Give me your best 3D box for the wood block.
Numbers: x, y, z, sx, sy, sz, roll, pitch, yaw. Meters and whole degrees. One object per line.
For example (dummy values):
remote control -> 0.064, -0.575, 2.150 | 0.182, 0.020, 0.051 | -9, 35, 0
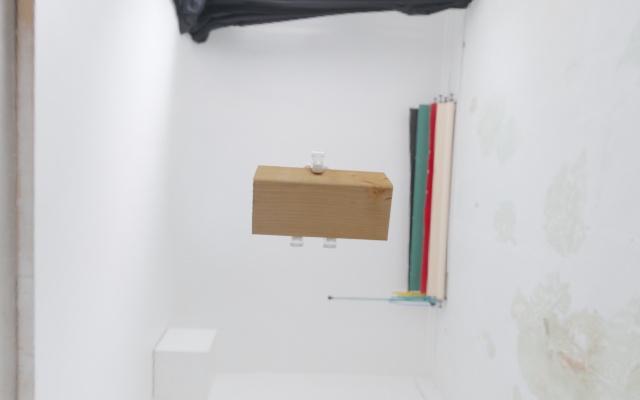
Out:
wood block -> 0.000, 0.002, 0.748 | 0.206, 0.091, 0.090 | 3, 18, -3
